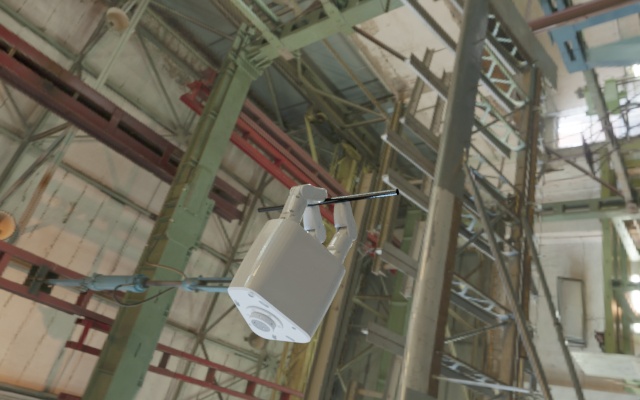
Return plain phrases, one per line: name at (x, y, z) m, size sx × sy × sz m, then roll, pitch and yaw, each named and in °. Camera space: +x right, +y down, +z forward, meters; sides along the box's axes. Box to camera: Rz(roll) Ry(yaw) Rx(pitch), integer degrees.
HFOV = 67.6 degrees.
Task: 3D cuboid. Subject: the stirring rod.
stirring rod at (0.000, 0.002, 0.652) m, size 0.239 × 0.011 × 0.011 m, roll -8°, pitch -5°, yaw 39°
